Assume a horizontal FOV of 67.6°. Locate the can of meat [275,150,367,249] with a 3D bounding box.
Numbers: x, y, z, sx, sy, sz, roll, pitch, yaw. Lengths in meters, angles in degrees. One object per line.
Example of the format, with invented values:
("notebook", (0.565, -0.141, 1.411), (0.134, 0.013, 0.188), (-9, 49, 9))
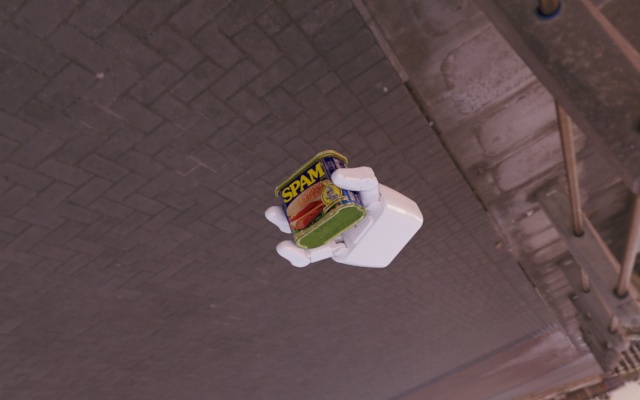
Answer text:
("can of meat", (0.000, 0.002, 0.601), (0.102, 0.084, 0.057), (-36, -33, 24))
